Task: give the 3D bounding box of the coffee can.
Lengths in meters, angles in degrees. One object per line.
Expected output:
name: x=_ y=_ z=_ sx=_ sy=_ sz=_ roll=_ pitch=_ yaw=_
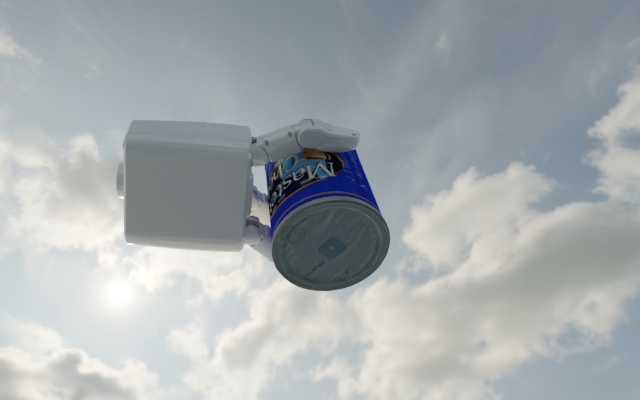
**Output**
coffee can: x=0.000 y=0.002 z=0.462 sx=0.103 sy=0.103 sz=0.140 roll=0 pitch=35 yaw=-10
